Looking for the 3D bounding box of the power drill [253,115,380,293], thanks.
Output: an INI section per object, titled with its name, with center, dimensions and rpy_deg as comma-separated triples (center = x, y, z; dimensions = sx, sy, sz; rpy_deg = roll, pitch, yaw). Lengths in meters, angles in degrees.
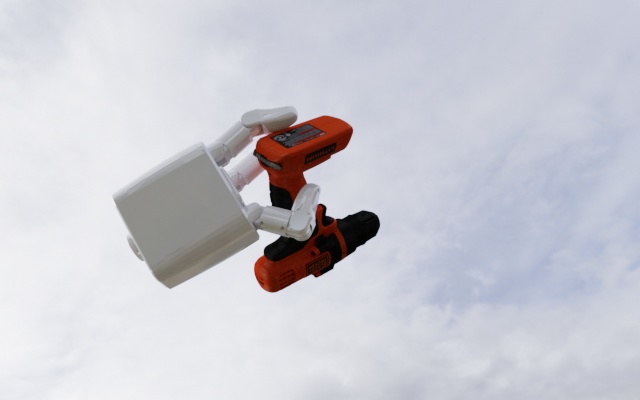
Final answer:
[power drill]
center = 0.000, 0.002, 0.555
dimensions = 0.184, 0.188, 0.057
rpy_deg = -26, 38, -31
